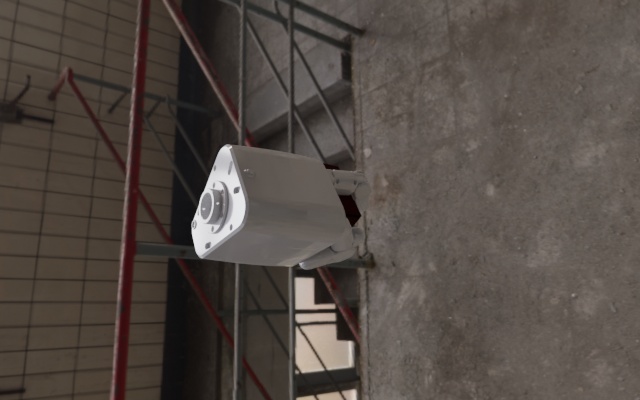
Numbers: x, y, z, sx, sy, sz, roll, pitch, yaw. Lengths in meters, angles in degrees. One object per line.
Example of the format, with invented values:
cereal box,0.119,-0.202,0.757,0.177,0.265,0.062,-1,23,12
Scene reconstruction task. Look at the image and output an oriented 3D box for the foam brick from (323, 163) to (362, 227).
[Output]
foam brick,0.000,0.002,0.533,0.051,0.078,0.053,8,-46,-37
